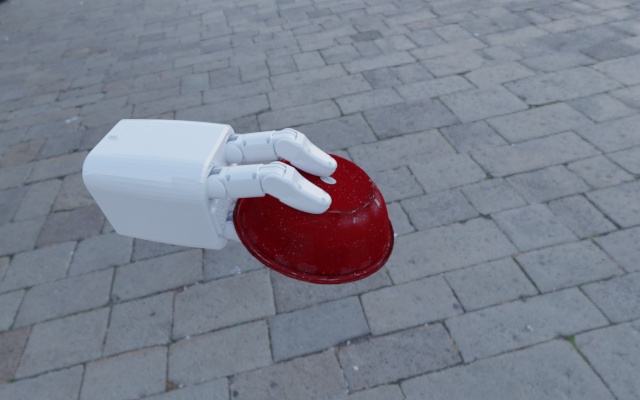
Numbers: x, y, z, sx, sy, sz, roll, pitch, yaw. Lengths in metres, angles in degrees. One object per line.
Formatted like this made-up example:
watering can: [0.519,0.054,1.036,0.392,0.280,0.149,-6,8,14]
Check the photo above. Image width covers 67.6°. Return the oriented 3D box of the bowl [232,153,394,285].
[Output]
bowl: [0.001,0.001,0.456,0.162,0.055,0.162,9,38,-7]
